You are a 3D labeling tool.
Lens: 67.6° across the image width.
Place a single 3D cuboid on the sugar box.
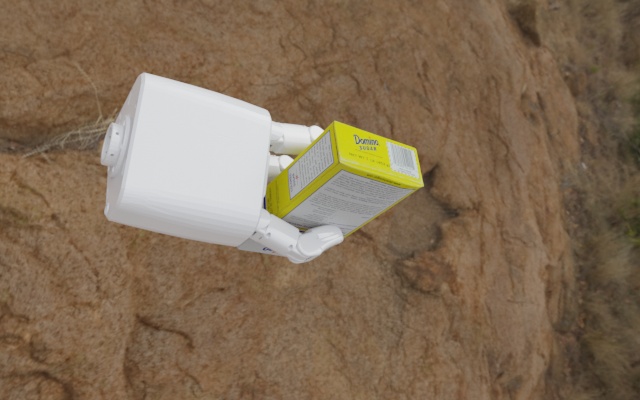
[{"bbox_3d":[0.000,0.001,0.444,0.093,0.048,0.176,14,-32,-33],"label":"sugar box"}]
